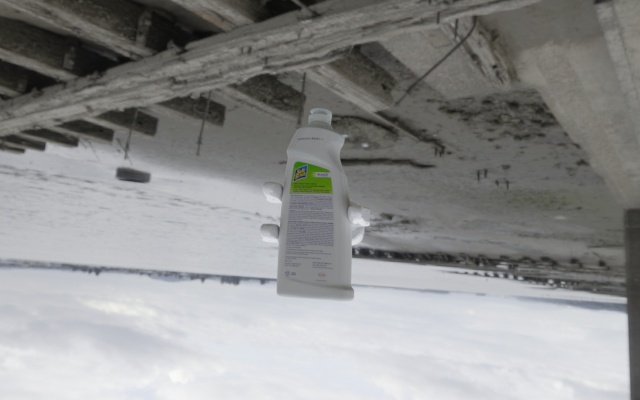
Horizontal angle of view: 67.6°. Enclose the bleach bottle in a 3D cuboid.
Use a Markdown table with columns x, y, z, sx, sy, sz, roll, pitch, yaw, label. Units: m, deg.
| x | y | z | sx | sy | sz | roll | pitch | yaw | label |
| --- | --- | --- | --- | --- | --- | --- | --- | --- | --- |
| 0.000 | 0.002 | 0.630 | 0.102 | 0.250 | 0.068 | 3 | -10 | 9 | bleach bottle |
